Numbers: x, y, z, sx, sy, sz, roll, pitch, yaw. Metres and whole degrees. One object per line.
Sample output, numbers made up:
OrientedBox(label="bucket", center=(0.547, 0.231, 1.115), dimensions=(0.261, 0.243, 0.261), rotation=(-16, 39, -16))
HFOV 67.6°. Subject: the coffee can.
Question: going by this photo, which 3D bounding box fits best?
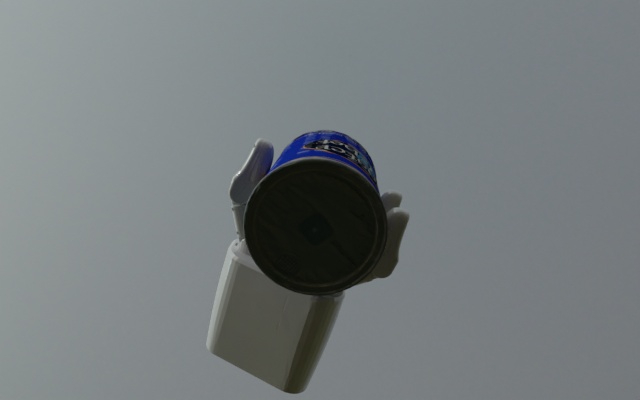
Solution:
OrientedBox(label="coffee can", center=(0.000, 0.001, 0.401), dimensions=(0.103, 0.103, 0.140), rotation=(0, 17, 3))
